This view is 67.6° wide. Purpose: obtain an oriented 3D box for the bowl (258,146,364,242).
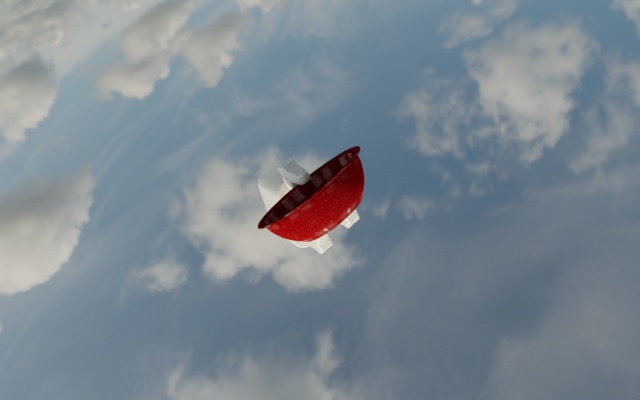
[{"bbox_3d":[0.001,0.002,0.598,0.162,0.055,0.162,-37,10,7],"label":"bowl"}]
